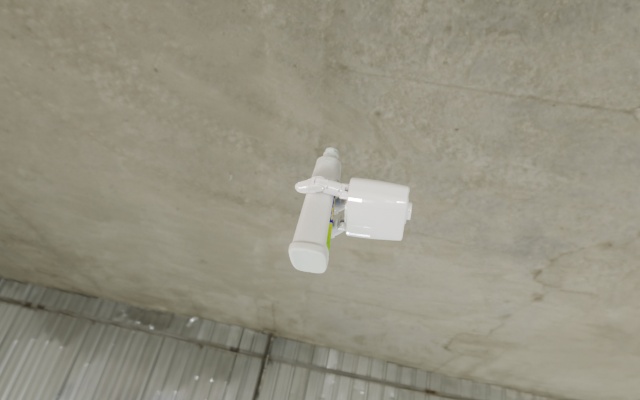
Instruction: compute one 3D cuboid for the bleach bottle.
[{"bbox_3d":[0.000,0.003,0.897,0.068,0.250,0.103,8,-30,7],"label":"bleach bottle"}]
